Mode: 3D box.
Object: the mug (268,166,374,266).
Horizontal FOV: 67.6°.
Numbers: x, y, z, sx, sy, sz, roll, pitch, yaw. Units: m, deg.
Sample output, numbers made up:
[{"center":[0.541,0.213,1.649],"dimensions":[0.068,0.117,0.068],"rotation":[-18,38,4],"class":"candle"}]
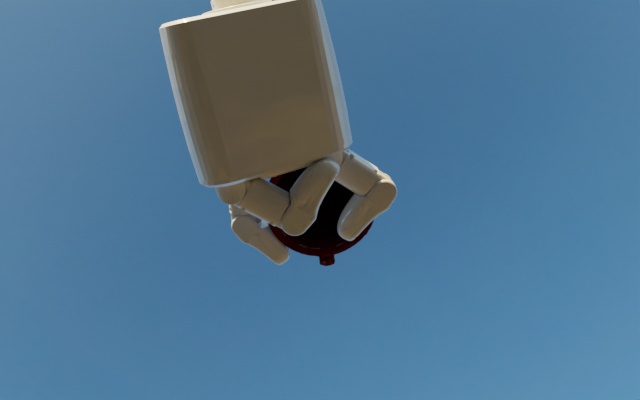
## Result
[{"center":[0.000,0.003,0.431],"dimensions":[0.093,0.117,0.081],"rotation":[-10,21,0],"class":"mug"}]
